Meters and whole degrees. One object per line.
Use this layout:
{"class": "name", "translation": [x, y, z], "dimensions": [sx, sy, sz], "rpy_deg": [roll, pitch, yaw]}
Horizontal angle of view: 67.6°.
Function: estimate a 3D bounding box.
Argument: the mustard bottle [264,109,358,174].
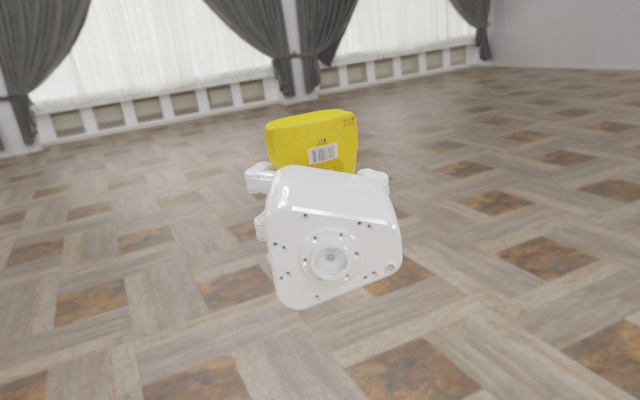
{"class": "mustard bottle", "translation": [0.000, 0.001, 0.528], "dimensions": [0.096, 0.192, 0.058], "rpy_deg": [-16, 21, -21]}
